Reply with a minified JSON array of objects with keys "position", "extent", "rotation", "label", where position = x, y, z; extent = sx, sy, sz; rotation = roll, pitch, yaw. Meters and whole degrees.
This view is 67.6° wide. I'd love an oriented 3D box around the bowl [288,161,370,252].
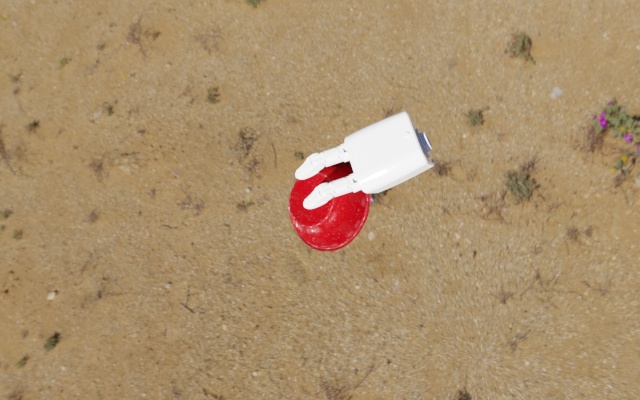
[{"position":[-0.001,0.003,0.797],"extent":[0.162,0.162,0.055],"rotation":[0,-10,36],"label":"bowl"}]
